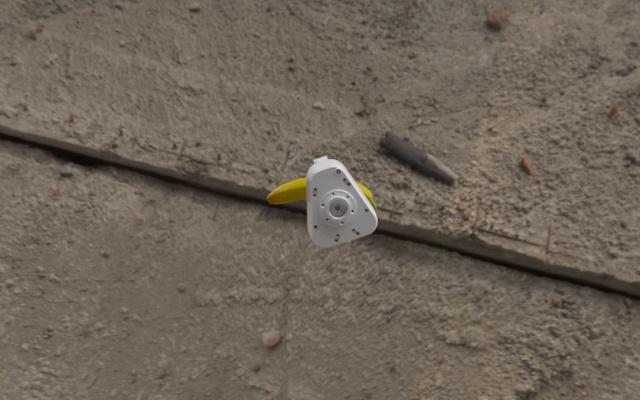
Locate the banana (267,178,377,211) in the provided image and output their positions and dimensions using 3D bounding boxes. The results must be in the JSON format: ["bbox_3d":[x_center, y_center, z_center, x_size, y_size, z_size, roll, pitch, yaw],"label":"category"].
[{"bbox_3d":[0.005,-0.012,0.833,0.198,0.070,0.037,6,36,-2],"label":"banana"}]
